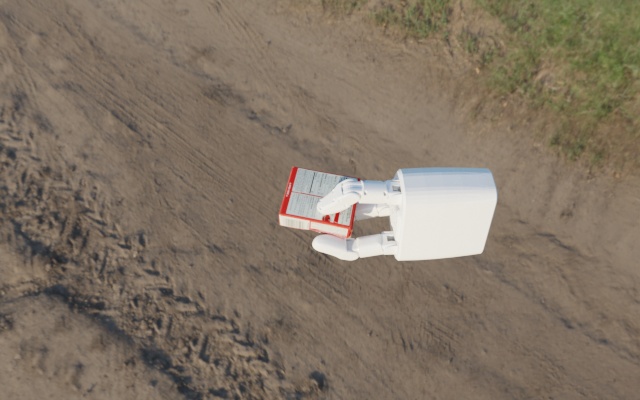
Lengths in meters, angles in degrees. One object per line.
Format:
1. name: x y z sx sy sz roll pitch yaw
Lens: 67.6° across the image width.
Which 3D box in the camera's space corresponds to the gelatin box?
1. gelatin box: 0.000 0.002 0.585 0.089 0.073 0.030 11 -32 3
